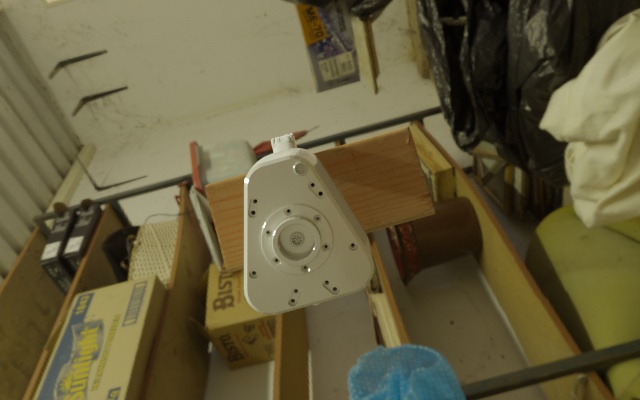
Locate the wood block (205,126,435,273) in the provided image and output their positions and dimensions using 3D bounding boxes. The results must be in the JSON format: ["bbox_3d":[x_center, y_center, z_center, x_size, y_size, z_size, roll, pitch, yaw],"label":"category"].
[{"bbox_3d":[0.000,0.001,0.498,0.206,0.091,0.090,-16,-5,1],"label":"wood block"}]
